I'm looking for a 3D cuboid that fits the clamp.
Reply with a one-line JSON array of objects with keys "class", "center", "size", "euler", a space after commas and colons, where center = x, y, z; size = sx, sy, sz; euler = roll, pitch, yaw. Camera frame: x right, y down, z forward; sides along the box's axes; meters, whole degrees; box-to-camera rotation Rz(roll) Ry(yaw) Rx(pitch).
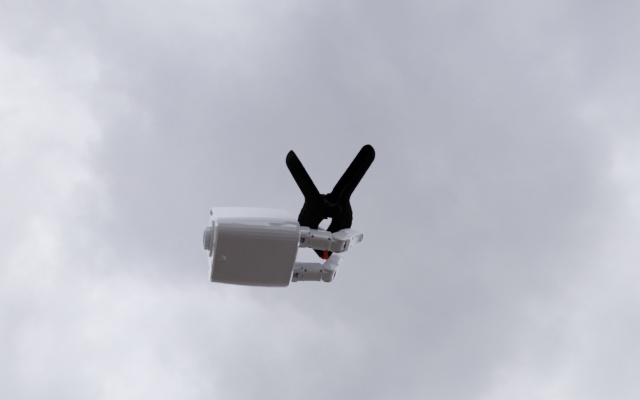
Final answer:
[{"class": "clamp", "center": [0.000, 0.002, 0.634], "size": [0.120, 0.171, 0.039], "euler": [4, 24, -20]}]
